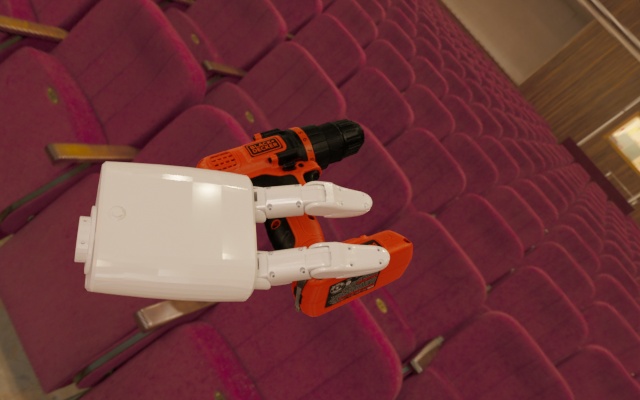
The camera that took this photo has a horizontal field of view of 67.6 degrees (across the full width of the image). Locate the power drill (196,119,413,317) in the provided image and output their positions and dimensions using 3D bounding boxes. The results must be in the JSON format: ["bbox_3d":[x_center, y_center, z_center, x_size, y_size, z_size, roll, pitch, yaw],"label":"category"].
[{"bbox_3d":[0.000,0.002,0.445,0.184,0.057,0.187,-21,52,-23],"label":"power drill"}]
